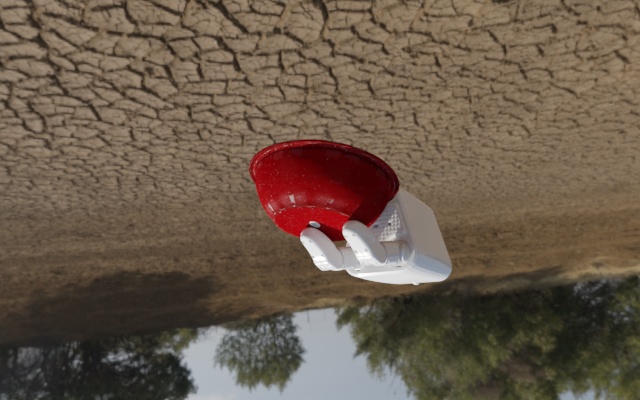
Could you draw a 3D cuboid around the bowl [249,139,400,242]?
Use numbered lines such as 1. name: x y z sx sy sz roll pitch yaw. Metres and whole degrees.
1. bowl: -0.001 0.002 0.502 0.162 0.055 0.162 7 -25 3
